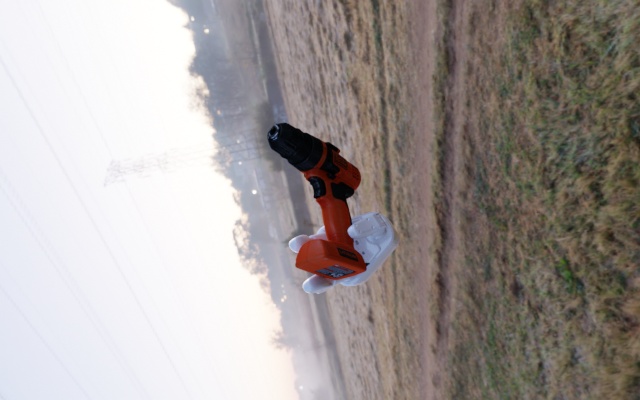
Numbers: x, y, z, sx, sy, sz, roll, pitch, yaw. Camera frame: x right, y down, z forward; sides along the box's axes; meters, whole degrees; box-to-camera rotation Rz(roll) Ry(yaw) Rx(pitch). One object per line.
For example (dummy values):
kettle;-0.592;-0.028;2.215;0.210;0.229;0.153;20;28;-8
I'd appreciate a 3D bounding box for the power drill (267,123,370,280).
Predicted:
power drill;0.000;0.003;0.638;0.057;0.187;0.184;-22;-31;33
